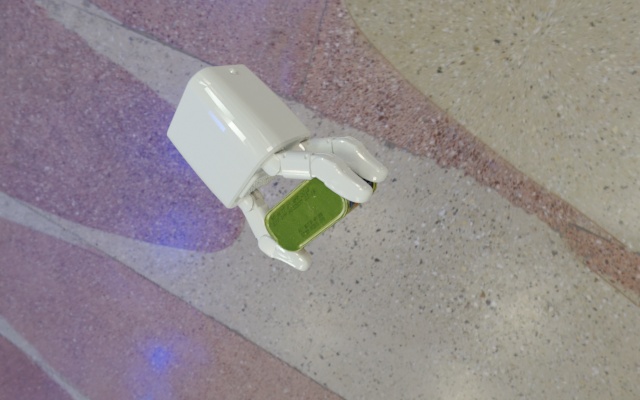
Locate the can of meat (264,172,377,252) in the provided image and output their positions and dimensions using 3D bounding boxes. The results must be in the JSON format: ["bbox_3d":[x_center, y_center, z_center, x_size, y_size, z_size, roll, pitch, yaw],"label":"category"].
[{"bbox_3d":[0.000,0.002,0.498,0.102,0.057,0.084,-40,-2,29],"label":"can of meat"}]
